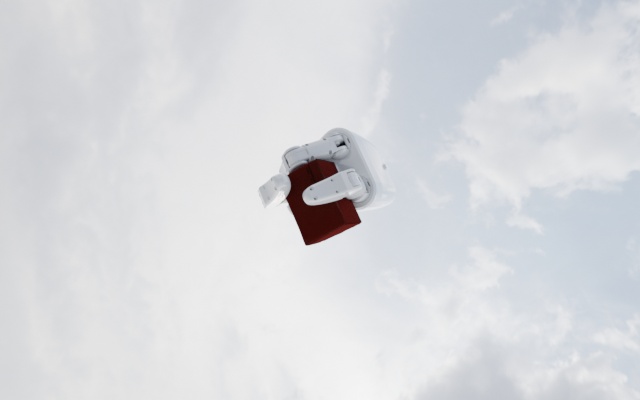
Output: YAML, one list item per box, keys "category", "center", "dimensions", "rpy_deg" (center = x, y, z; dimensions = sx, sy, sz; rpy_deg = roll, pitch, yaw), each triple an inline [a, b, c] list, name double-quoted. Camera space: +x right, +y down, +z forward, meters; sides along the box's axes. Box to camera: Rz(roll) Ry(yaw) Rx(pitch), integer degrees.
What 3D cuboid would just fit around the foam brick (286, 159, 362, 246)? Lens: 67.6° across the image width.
- category: "foam brick"
  center: [0.000, 0.002, 0.511]
  dimensions: [0.053, 0.078, 0.051]
  rpy_deg: [-27, -12, 20]
